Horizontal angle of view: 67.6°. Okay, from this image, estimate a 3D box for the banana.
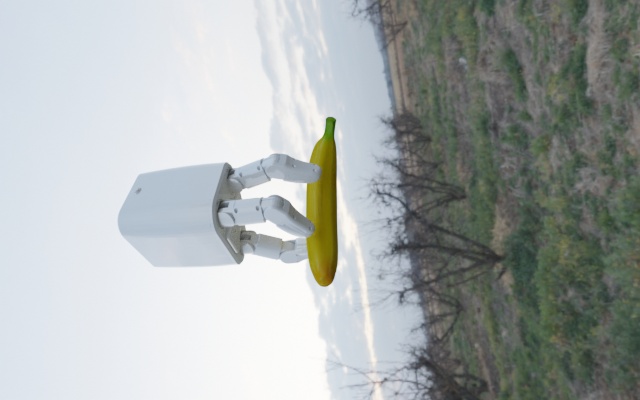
[{"bbox_3d":[0.001,0.006,0.536,0.037,0.197,0.070,-1,-24,3],"label":"banana"}]
